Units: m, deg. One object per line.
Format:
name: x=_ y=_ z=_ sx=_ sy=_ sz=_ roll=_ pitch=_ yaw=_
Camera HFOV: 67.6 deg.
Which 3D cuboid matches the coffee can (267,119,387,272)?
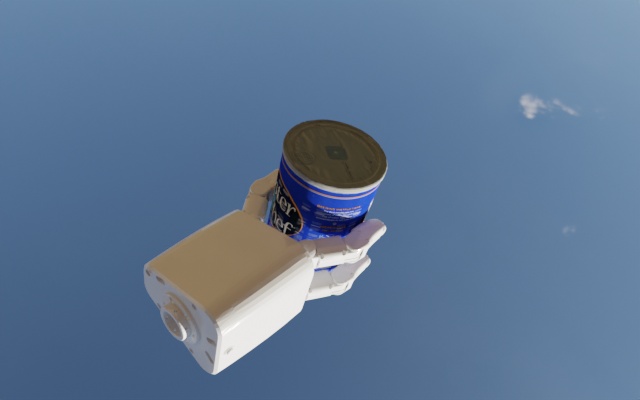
coffee can: x=0.000 y=0.001 z=0.503 sx=0.103 sy=0.102 sz=0.140 roll=0 pitch=-44 yaw=-17
